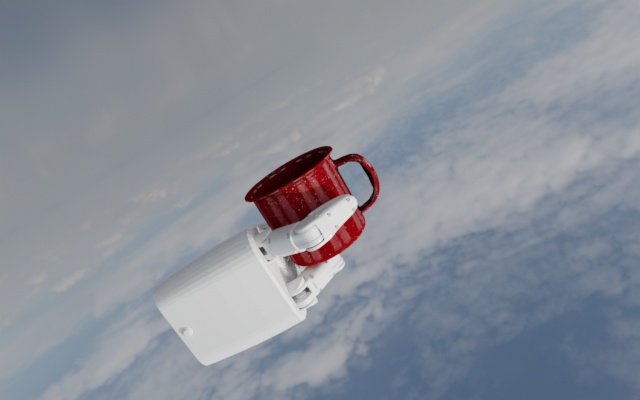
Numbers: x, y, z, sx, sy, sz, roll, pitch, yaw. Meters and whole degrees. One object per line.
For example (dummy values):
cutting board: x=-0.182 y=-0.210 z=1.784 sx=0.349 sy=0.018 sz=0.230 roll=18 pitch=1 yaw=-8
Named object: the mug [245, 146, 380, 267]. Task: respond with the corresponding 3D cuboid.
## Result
mug: x=0.001 y=0.001 z=0.446 sx=0.117 sy=0.081 sz=0.093 roll=-29 pitch=16 yaw=8
